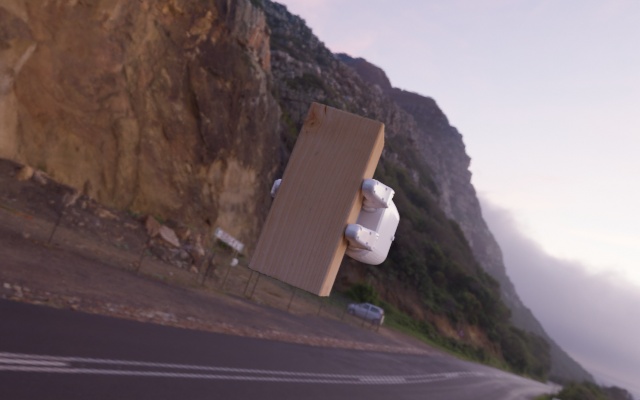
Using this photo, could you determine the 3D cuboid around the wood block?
[{"bbox_3d":[0.000,0.002,0.575,0.091,0.206,0.090,19,-8,11],"label":"wood block"}]
